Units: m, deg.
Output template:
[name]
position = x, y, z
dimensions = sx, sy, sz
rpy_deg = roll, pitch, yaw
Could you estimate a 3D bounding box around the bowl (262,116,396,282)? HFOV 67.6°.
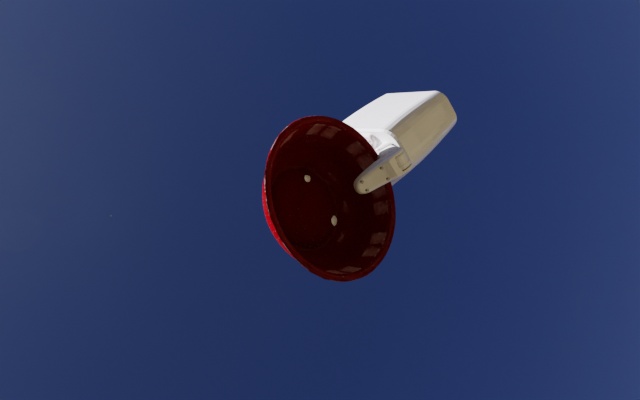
[bowl]
position = -0.001, 0.002, 0.472
dimensions = 0.162, 0.162, 0.055
rpy_deg = 0, -13, -40
